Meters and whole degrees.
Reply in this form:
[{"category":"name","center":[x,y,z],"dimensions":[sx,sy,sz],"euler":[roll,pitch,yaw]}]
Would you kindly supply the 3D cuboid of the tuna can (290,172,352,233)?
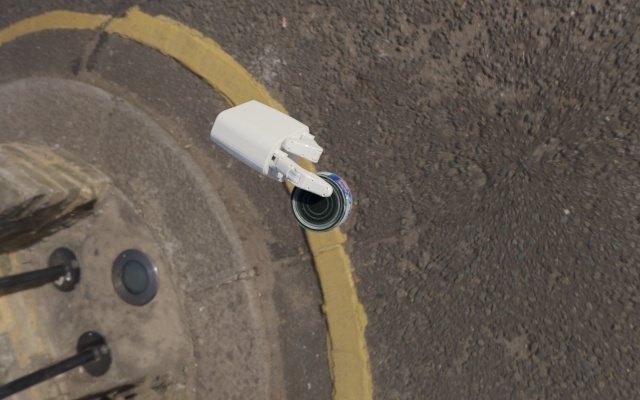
[{"category":"tuna can","center":[0.000,0.002,0.685],"dimensions":[0.086,0.086,0.034],"euler":[0,7,18]}]
